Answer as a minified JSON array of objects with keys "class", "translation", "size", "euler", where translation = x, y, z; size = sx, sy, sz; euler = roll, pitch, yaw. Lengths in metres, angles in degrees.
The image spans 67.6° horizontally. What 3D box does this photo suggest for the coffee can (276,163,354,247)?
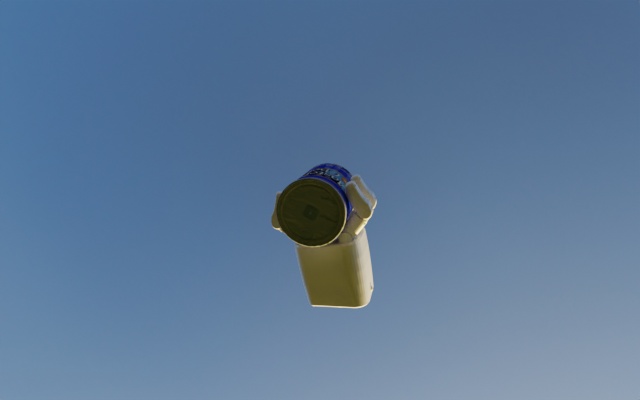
[{"class":"coffee can","translation":[0.000,0.002,0.750],"size":[0.103,0.103,0.140],"euler":[0,13,12]}]
